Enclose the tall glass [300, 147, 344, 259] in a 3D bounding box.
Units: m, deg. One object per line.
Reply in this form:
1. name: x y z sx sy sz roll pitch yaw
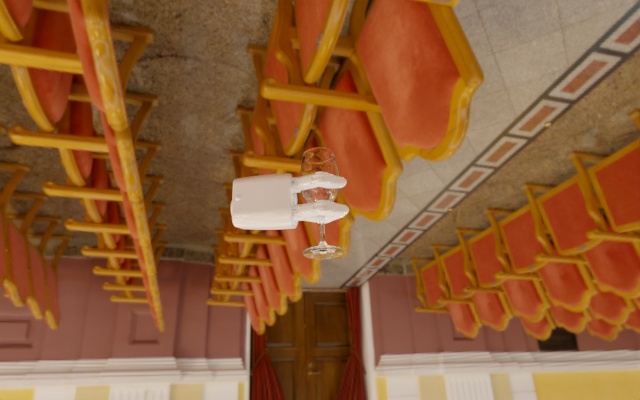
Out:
1. tall glass: 0.000 0.004 0.889 0.079 0.201 0.079 -2 -24 -1
